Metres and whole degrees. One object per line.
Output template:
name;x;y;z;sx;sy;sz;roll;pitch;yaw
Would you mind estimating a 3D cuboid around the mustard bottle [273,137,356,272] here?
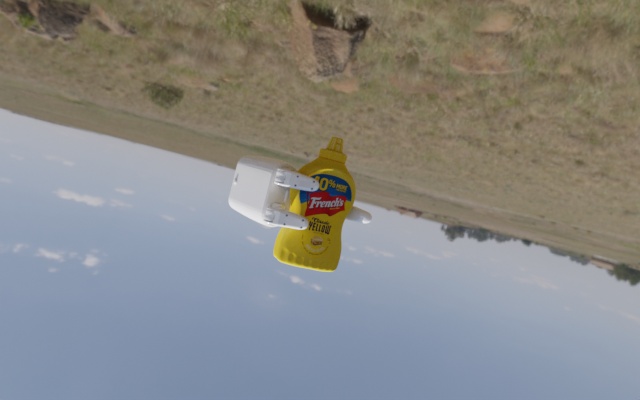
mustard bottle;0.000;0.003;0.694;0.096;0.191;0.058;14;3;-19
